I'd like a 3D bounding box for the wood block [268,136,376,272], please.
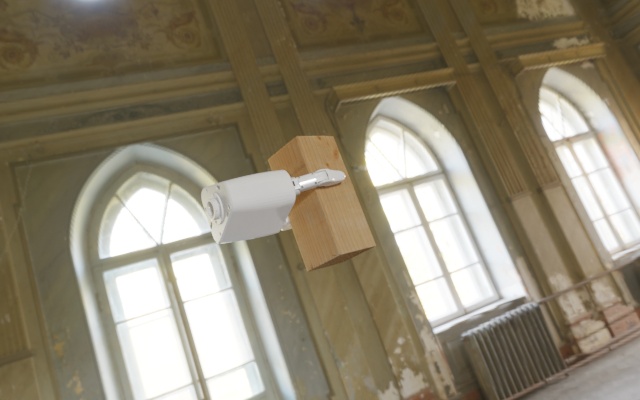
[{"bbox_3d":[0.000,0.002,0.805,0.090,0.206,0.091,-7,-18,-45],"label":"wood block"}]
